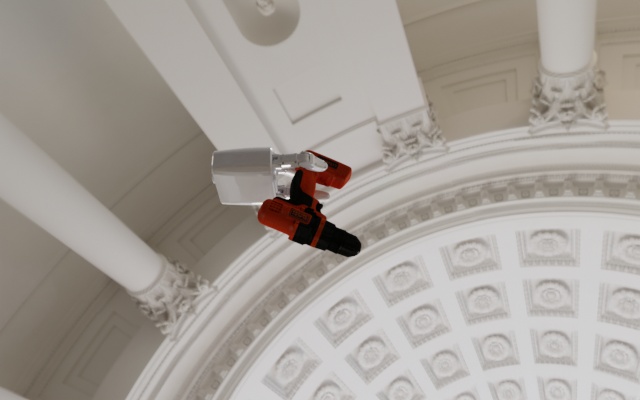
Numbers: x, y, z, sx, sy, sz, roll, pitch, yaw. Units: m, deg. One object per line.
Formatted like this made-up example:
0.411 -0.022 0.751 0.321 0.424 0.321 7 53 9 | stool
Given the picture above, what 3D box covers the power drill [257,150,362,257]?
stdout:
0.000 0.002 0.851 0.184 0.187 0.057 24 -45 -3 | power drill
